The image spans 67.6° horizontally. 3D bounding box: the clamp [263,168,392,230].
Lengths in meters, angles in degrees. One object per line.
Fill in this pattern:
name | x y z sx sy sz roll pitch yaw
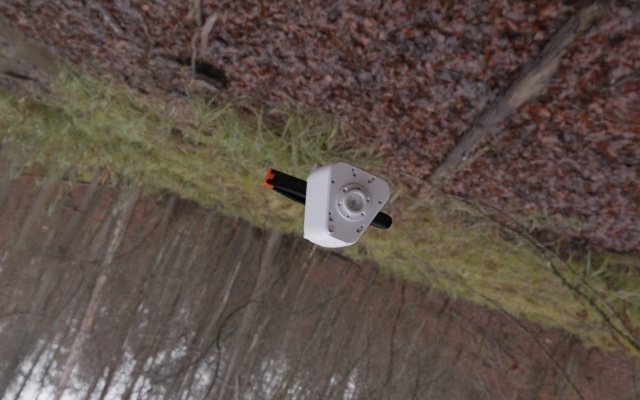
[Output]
clamp | -0.001 0.003 0.811 0.210 0.036 0.164 23 -10 -13
